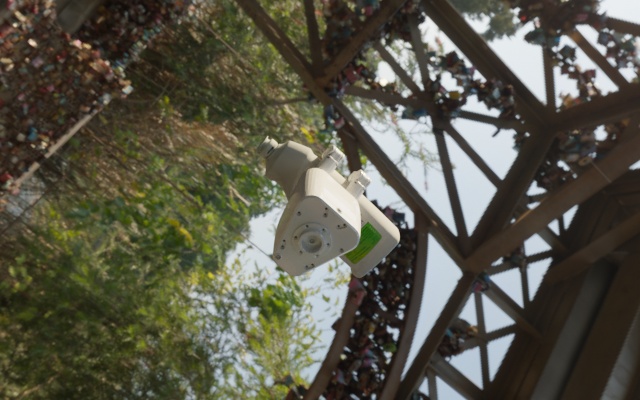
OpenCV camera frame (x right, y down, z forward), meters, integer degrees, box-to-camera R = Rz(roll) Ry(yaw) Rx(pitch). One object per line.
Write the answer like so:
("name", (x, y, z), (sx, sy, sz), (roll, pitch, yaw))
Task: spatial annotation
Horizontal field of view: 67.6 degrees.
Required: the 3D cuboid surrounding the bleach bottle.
("bleach bottle", (0.000, 0.002, 0.727), (0.251, 0.102, 0.068), (41, 17, -12))
